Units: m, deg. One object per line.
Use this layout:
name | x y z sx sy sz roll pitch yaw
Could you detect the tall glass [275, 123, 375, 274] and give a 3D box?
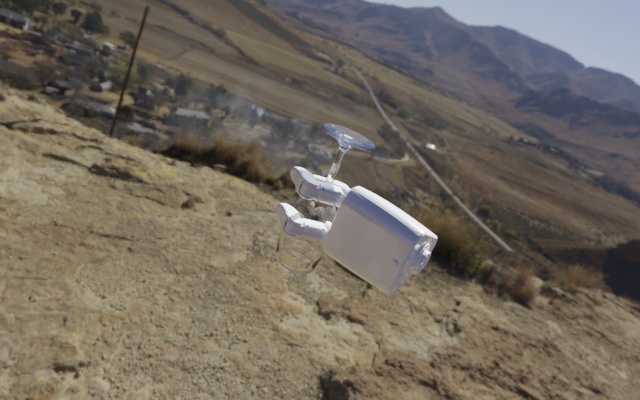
tall glass | 0.000 0.001 0.651 0.079 0.201 0.079 20 22 -8
